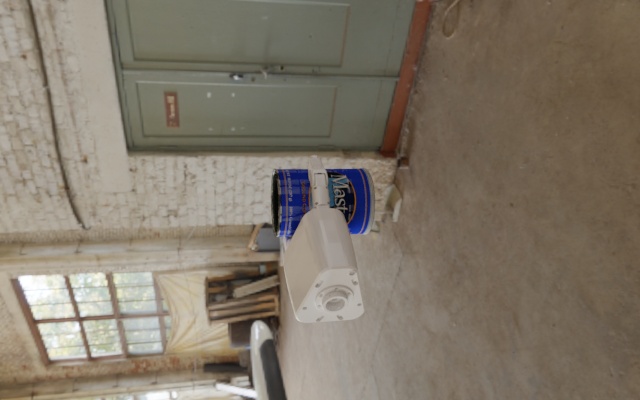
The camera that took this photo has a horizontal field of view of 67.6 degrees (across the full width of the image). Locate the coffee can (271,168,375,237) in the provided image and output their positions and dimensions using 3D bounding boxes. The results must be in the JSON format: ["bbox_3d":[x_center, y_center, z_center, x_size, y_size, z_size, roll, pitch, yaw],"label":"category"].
[{"bbox_3d":[0.000,0.002,0.721,0.140,0.103,0.103,-1,0,-12],"label":"coffee can"}]
